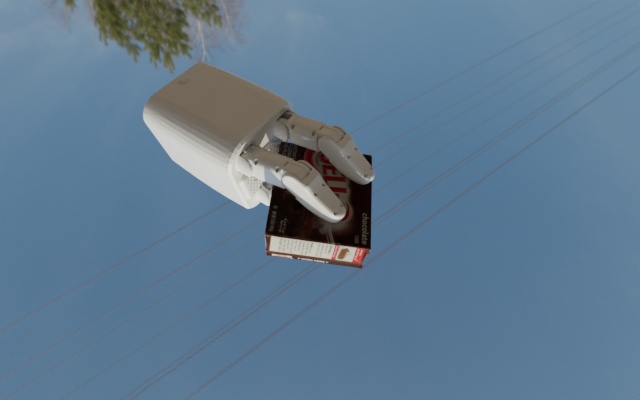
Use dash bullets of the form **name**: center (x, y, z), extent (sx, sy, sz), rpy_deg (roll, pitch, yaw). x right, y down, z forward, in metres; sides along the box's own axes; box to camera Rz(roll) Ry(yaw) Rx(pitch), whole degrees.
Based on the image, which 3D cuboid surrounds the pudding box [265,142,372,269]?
- **pudding box**: center (0.000, 0.002, 0.437), extent (0.090, 0.113, 0.039), rpy_deg (8, -37, -3)
